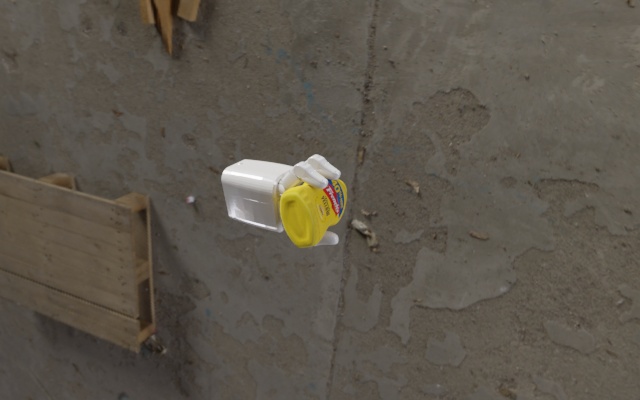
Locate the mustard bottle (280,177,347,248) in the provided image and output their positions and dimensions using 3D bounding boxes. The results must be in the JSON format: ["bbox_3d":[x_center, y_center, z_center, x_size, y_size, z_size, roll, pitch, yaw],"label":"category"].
[{"bbox_3d":[0.000,0.003,0.826,0.058,0.096,0.191,-12,13,27],"label":"mustard bottle"}]
